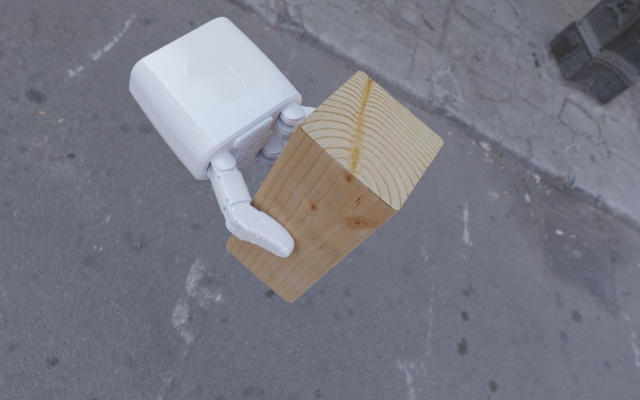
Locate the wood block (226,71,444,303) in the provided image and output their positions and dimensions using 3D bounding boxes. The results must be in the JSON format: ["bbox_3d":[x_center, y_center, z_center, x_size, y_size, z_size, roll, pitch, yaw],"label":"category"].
[{"bbox_3d":[0.000,0.001,0.423,0.090,0.090,0.206,-48,-1,-38],"label":"wood block"}]
